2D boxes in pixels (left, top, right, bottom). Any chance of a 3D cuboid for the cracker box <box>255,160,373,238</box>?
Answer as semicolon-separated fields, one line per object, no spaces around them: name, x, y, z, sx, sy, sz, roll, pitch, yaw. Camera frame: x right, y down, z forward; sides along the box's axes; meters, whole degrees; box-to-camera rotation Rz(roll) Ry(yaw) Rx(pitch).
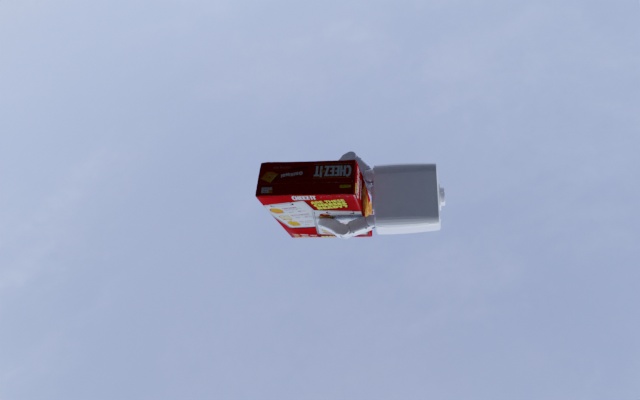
cracker box;0.000;0.003;0.848;0.164;0.072;0.214;-1;-23;13
